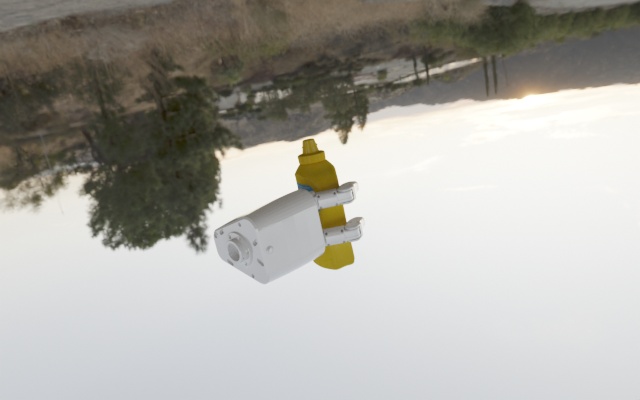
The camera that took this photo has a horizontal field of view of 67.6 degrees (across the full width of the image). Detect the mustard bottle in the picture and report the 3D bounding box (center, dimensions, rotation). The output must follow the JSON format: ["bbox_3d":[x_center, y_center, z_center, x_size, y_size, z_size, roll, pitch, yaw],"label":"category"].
[{"bbox_3d":[0.000,0.002,0.716,0.058,0.192,0.096,-17,15,-19],"label":"mustard bottle"}]
